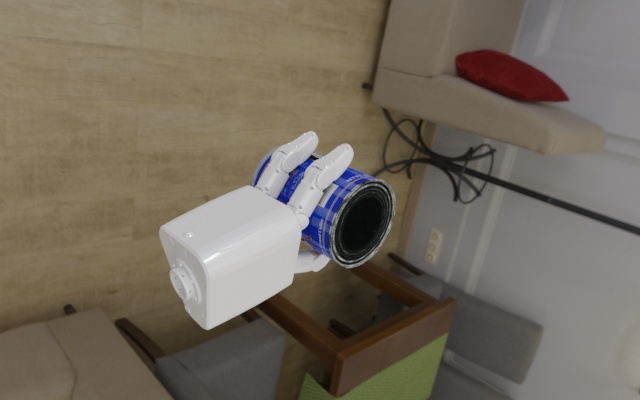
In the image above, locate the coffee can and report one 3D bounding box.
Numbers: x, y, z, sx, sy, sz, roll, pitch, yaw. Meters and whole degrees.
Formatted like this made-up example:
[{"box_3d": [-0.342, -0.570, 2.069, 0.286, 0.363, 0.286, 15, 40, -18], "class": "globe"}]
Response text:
[{"box_3d": [0.000, 0.002, 0.553, 0.103, 0.103, 0.140, 0, 20, -46], "class": "coffee can"}]
